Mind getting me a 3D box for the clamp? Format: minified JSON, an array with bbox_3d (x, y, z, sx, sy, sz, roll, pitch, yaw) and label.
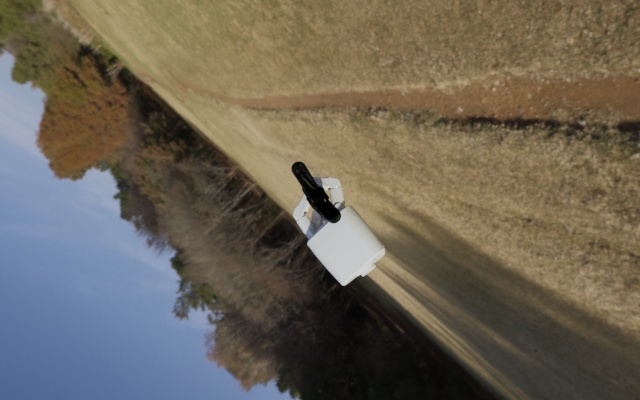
[{"bbox_3d":[0.000,0.003,0.846,0.039,0.120,0.171,-31,-16,0],"label":"clamp"}]
